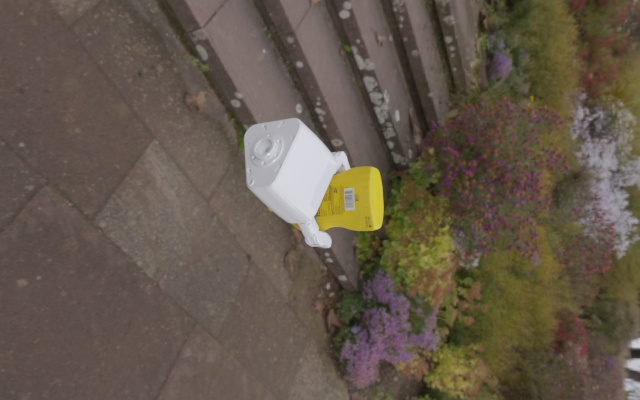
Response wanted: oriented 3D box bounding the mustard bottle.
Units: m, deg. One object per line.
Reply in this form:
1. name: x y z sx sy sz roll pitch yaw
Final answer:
1. mustard bottle: 0.001 0.003 0.751 0.191 0.096 0.058 -4 -2 26
